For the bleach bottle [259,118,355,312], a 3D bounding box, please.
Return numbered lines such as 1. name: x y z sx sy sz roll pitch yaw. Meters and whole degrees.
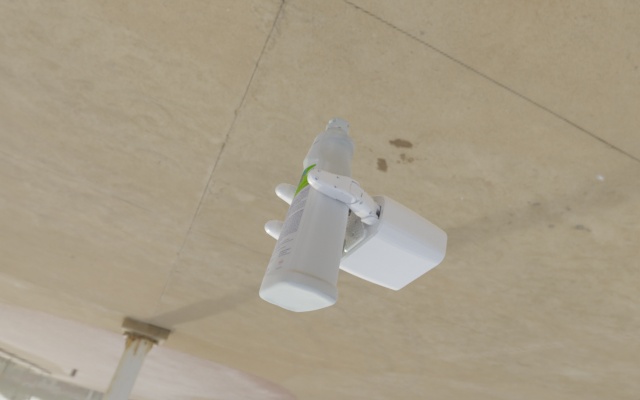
1. bleach bottle: 0.000 0.002 0.577 0.068 0.250 0.102 27 -30 -21
